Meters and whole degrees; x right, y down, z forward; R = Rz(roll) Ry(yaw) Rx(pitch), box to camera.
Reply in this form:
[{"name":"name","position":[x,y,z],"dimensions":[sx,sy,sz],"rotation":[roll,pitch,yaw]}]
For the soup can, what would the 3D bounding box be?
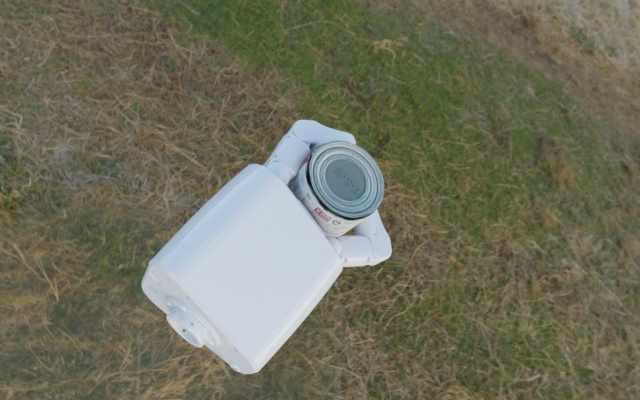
[{"name":"soup can","position":[0.001,0.001,0.406],"dimensions":[0.068,0.068,0.102],"rotation":[0,-22,-26]}]
